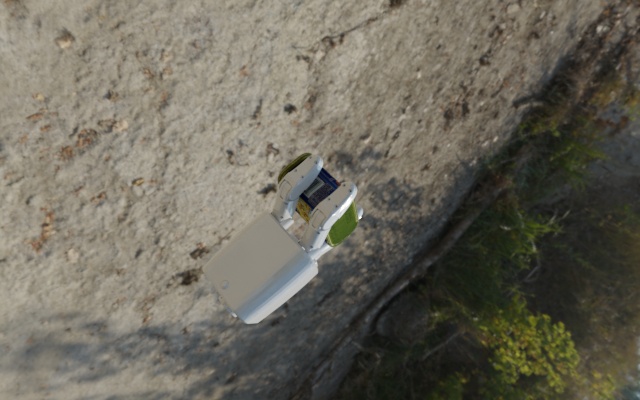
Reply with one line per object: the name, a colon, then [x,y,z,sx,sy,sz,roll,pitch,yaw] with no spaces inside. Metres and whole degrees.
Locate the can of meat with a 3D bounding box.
can of meat: [0.000,0.002,0.604,0.057,0.084,0.102,-39,-29,-11]
